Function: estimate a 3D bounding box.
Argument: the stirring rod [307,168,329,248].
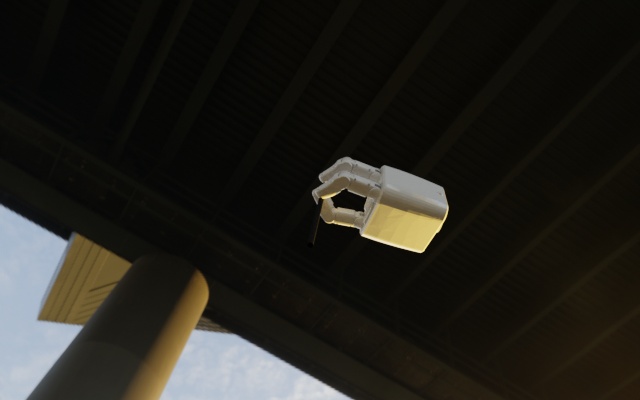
[{"bbox_3d":[0.000,0.002,0.720,0.011,0.011,0.239,0,27,7],"label":"stirring rod"}]
